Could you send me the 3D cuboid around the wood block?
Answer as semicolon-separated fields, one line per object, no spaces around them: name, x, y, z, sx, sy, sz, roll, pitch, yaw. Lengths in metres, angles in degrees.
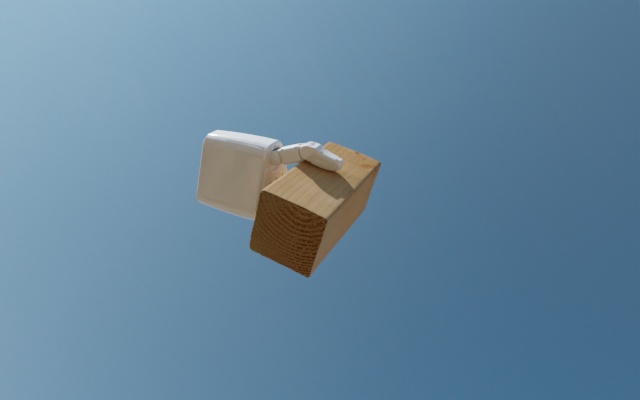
wood block;0.000;0.002;0.651;0.090;0.091;0.206;24;31;14
